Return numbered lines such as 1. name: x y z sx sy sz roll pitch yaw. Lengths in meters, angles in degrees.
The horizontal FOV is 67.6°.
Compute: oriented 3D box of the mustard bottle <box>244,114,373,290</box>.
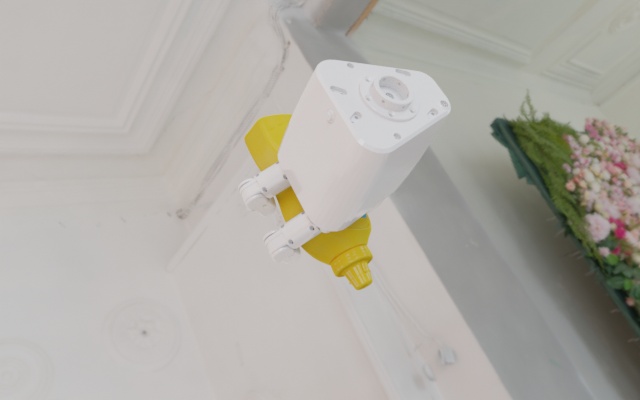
1. mustard bottle: 0.000 0.002 0.481 0.096 0.191 0.058 1 -37 -50
